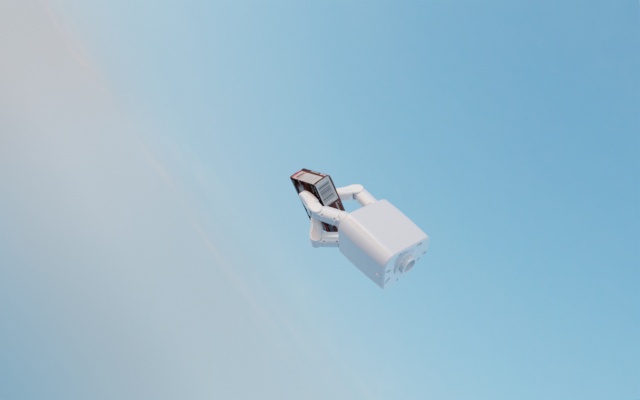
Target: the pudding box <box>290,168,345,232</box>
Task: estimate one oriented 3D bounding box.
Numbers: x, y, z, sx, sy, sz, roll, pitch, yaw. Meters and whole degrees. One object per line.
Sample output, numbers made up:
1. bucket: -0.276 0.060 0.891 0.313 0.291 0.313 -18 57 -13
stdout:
1. pudding box: 0.000 0.003 0.851 0.039 0.113 0.090 -33 26 -23
